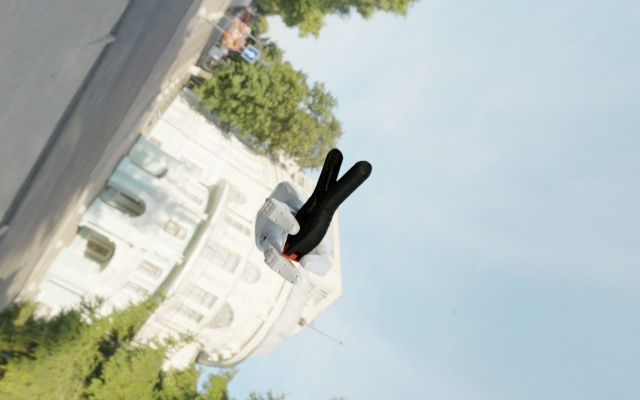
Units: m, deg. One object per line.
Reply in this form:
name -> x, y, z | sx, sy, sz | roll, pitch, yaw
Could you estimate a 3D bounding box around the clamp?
clamp -> 0.001, 0.003, 0.656 | 0.039, 0.171, 0.120 | 34, 10, -18
